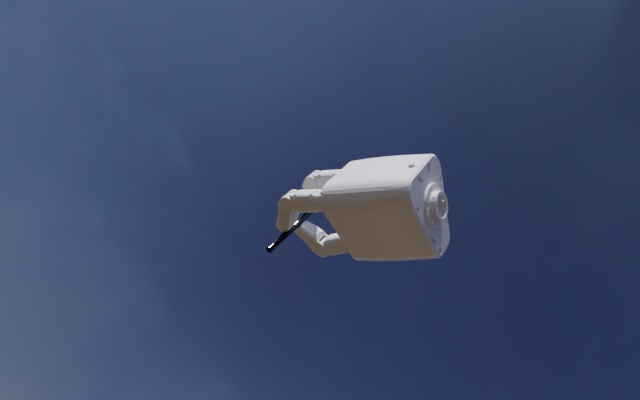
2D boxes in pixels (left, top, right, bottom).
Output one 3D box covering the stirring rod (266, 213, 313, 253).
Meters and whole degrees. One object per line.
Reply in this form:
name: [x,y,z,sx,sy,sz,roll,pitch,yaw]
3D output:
stirring rod: [0.000,0.002,0.645,0.011,0.011,0.239,0,28,35]
